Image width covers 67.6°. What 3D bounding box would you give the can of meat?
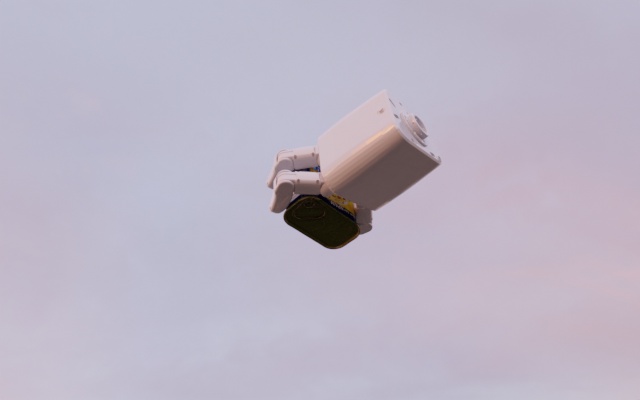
[{"bbox_3d":[0.000,0.002,0.624,0.102,0.083,0.057,34,-57,-32],"label":"can of meat"}]
